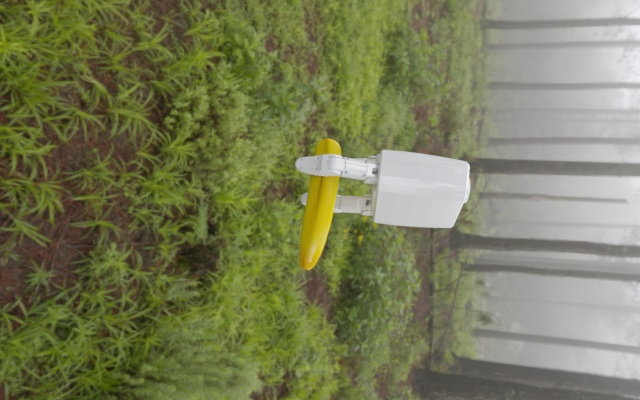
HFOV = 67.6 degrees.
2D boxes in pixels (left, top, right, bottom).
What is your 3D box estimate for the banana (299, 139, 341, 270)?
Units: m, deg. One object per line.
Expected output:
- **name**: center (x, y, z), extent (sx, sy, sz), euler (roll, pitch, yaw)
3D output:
- **banana**: center (0.002, -0.011, 0.612), extent (0.037, 0.197, 0.070), euler (9, -33, -1)
